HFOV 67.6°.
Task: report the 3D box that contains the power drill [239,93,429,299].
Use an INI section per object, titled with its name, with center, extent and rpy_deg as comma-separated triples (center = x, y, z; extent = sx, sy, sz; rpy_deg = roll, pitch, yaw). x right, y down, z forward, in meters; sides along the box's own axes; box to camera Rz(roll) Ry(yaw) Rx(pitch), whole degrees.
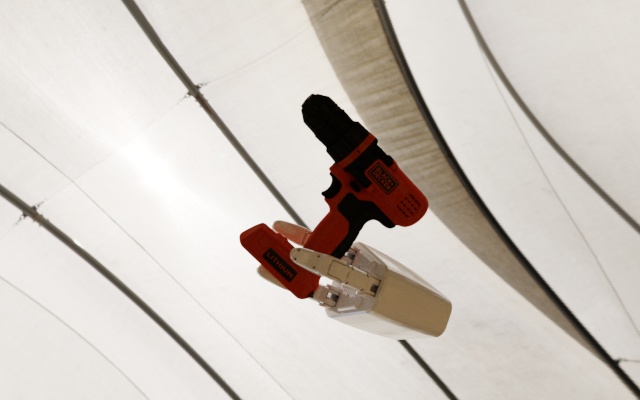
[power drill]
center = 0.000, 0.002, 0.533
extent = 0.187, 0.184, 0.057
rpy_deg = -44, 6, 5
